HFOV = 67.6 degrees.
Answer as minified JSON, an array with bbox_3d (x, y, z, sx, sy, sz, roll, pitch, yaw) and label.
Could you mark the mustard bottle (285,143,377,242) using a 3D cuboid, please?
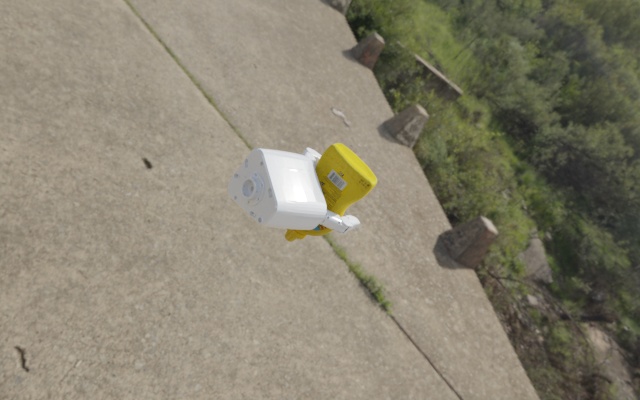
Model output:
[{"bbox_3d":[0.000,0.002,0.800,0.192,0.096,0.058,-49,-7,26],"label":"mustard bottle"}]
